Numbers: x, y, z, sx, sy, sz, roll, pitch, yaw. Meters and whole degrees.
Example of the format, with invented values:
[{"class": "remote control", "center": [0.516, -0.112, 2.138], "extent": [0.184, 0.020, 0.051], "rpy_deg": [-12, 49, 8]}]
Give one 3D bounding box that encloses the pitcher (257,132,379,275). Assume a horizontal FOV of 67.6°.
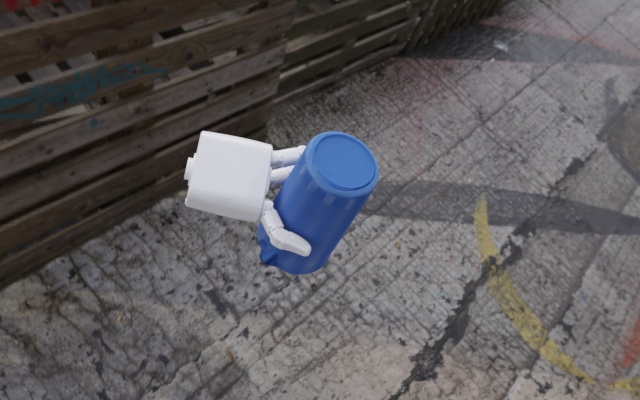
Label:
[{"class": "pitcher", "center": [0.000, 0.002, 0.734], "extent": [0.145, 0.149, 0.243], "rpy_deg": [12, -34, -15]}]
